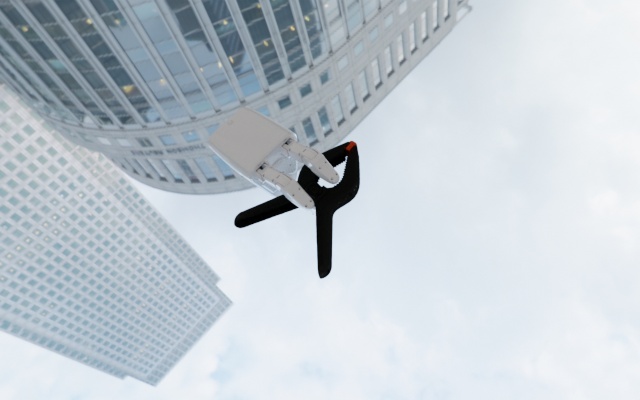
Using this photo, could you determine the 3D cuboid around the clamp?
[{"bbox_3d":[0.000,0.002,0.687,0.164,0.210,0.036,36,-18,25],"label":"clamp"}]
